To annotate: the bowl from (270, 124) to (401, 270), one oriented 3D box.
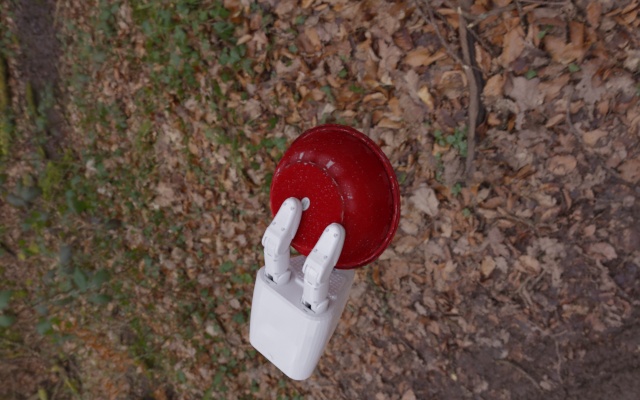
[{"bbox_3d":[0.000,0.000,0.502,0.162,0.162,0.055,0,9,35],"label":"bowl"}]
